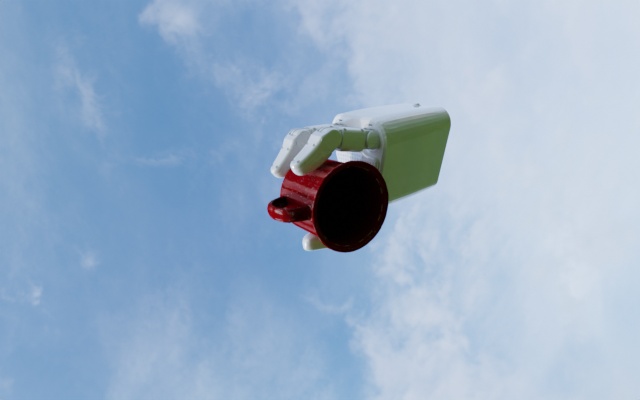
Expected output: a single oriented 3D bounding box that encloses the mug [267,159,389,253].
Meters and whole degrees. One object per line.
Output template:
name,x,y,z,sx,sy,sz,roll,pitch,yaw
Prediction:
mug,-0.001,0.002,0.495,0.117,0.093,0.081,-16,20,-30
